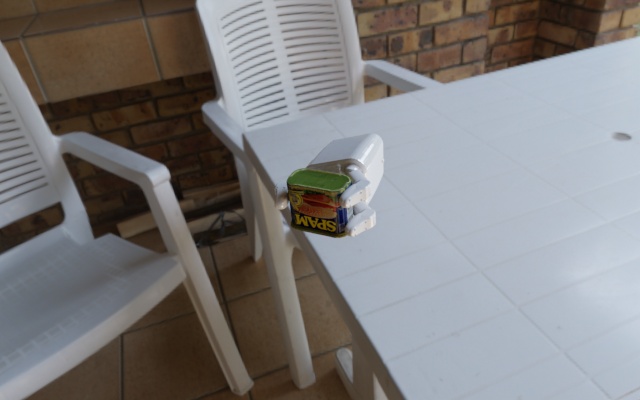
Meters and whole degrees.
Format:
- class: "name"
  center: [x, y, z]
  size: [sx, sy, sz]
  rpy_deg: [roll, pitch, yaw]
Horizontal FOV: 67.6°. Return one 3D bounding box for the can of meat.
- class: "can of meat"
  center: [0.000, 0.002, 0.736]
  size: [0.102, 0.084, 0.057]
  rpy_deg: [10, 36, 23]
